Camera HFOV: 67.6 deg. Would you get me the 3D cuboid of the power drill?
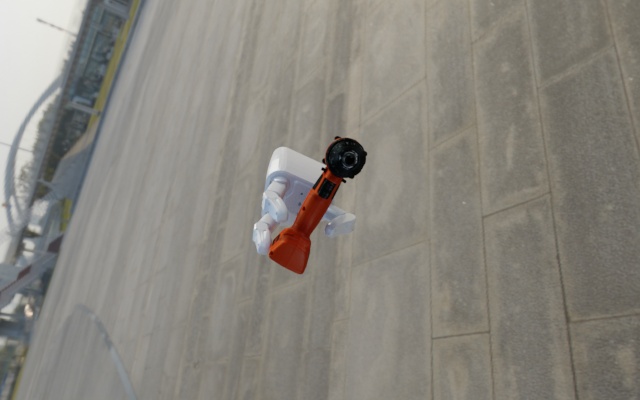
[{"bbox_3d":[0.000,0.002,0.637,0.057,0.187,0.184,31,6,-2],"label":"power drill"}]
